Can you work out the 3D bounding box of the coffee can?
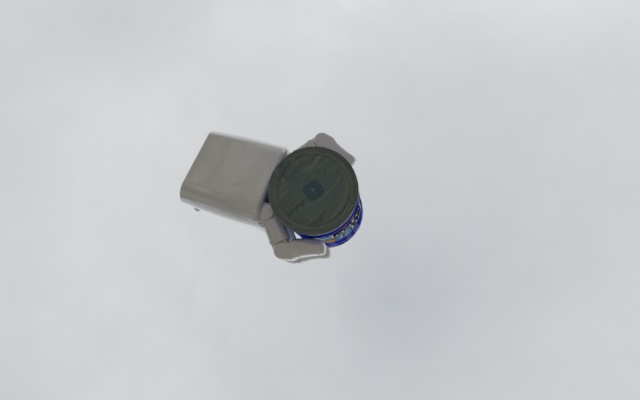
[{"bbox_3d":[0.000,0.002,0.601,0.103,0.102,0.140,0,-12,7],"label":"coffee can"}]
